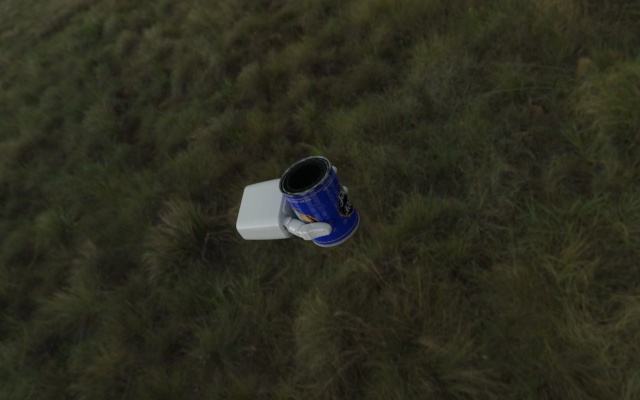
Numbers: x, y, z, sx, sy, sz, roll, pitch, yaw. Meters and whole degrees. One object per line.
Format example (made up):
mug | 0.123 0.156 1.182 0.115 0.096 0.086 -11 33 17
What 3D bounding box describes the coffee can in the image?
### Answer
coffee can | 0.000 0.003 0.884 0.103 0.102 0.140 0 -44 35
